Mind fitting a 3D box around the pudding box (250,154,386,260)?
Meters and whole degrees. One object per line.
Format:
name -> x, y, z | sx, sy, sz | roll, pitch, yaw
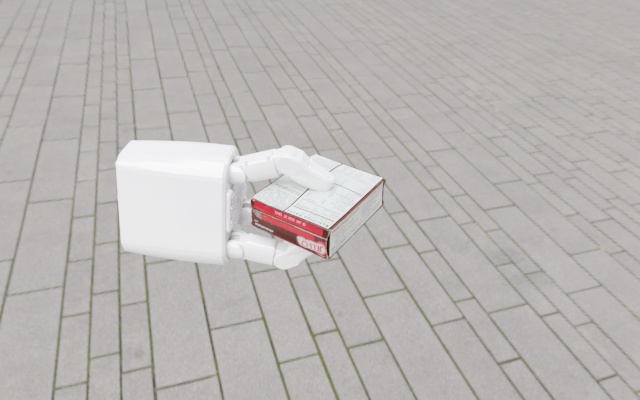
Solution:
pudding box -> 0.000, 0.001, 0.471 | 0.090, 0.039, 0.113 | 22, 40, 26
